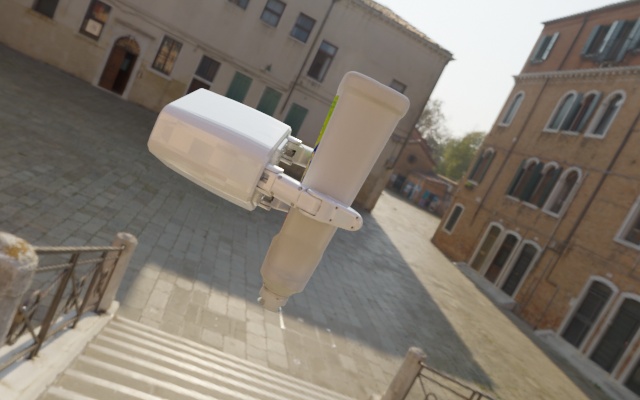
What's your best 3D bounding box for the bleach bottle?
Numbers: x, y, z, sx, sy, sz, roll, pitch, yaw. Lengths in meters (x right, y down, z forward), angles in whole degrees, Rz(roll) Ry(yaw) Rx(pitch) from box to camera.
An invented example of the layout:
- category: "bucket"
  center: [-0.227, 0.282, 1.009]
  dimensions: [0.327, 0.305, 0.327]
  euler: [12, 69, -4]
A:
- category: "bleach bottle"
  center: [0.000, 0.002, 0.483]
  dimensions: [0.068, 0.251, 0.102]
  euler: [26, 8, -3]
